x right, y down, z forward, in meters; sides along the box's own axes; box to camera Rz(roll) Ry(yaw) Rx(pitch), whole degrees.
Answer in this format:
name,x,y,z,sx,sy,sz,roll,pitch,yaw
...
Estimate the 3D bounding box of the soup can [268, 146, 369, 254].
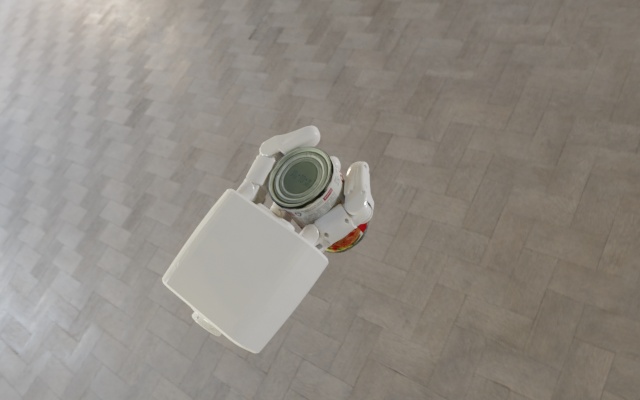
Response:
name,x,y,z,sx,sy,sz,roll,pitch,yaw
soup can,0.000,0.001,0.473,0.068,0.068,0.102,0,-29,27
